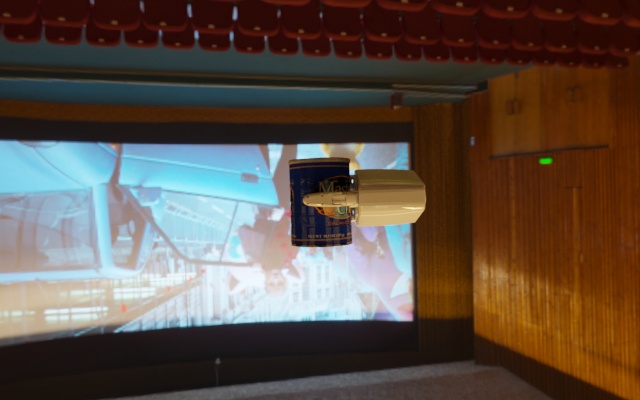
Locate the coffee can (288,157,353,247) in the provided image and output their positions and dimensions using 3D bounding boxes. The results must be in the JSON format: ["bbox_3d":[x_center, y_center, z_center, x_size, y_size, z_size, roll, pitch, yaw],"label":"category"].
[{"bbox_3d":[0.000,0.002,0.791,0.103,0.140,0.103,-2,1,0],"label":"coffee can"}]
